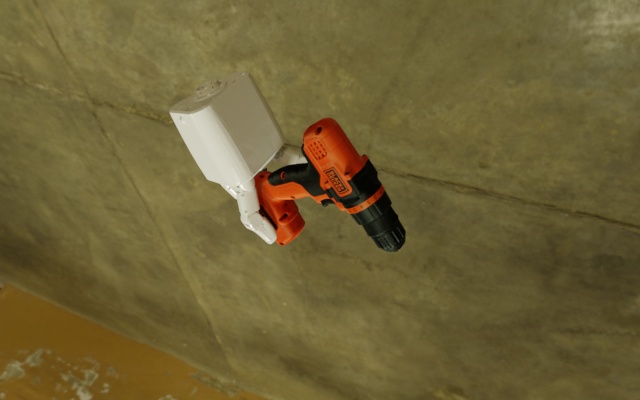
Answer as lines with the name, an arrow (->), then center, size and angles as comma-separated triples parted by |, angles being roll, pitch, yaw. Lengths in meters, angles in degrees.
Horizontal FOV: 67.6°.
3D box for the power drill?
power drill -> 0.000, 0.002, 0.613 | 0.188, 0.184, 0.057 | -21, 18, 43
